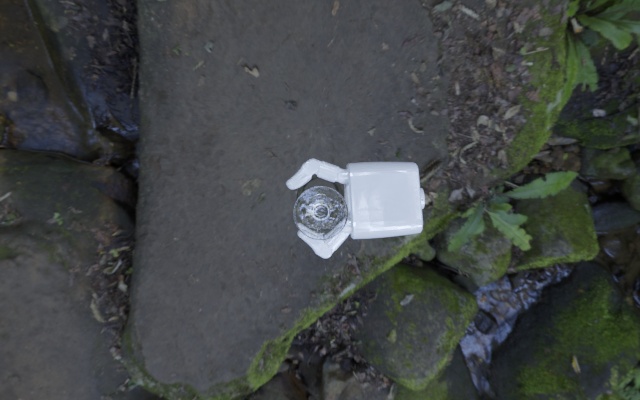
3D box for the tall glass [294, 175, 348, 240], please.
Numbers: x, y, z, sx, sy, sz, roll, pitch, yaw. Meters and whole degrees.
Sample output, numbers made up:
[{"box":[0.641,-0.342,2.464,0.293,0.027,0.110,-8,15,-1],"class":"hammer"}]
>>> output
[{"box":[0.000,0.002,0.742,0.079,0.079,0.201,0,9,-1],"class":"tall glass"}]
